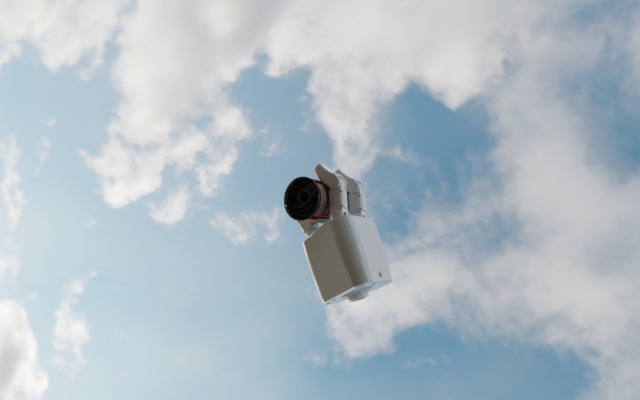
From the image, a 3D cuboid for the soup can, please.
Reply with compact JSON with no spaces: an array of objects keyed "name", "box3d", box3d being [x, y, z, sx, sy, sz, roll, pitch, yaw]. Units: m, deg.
[{"name":"soup can","box3d":[0.000,0.002,0.761,0.068,0.068,0.102,0,-6,36]}]
